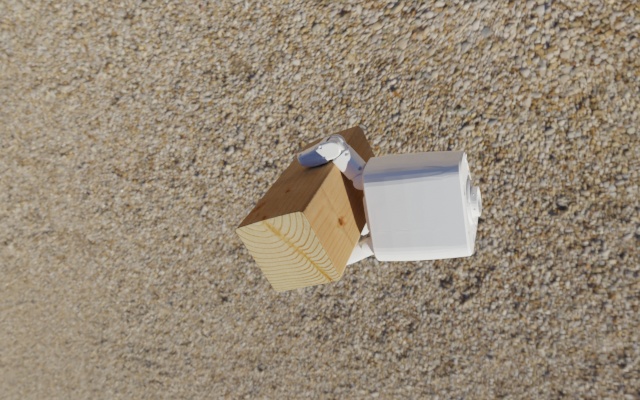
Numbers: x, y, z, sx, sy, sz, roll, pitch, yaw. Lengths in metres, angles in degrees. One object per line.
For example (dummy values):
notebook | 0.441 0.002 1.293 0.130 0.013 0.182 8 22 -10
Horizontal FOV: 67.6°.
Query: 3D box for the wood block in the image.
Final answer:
wood block | 0.000 0.002 0.574 0.090 0.091 0.206 -16 24 31
